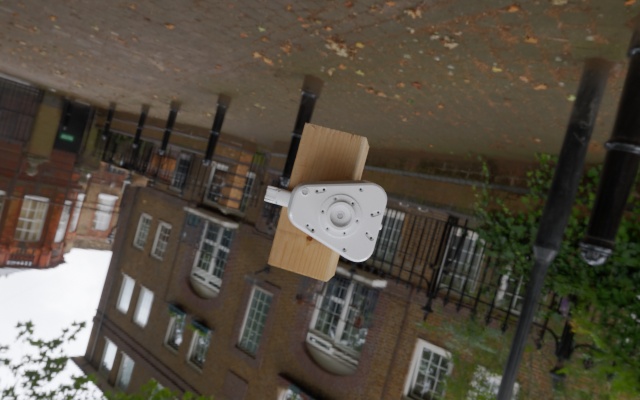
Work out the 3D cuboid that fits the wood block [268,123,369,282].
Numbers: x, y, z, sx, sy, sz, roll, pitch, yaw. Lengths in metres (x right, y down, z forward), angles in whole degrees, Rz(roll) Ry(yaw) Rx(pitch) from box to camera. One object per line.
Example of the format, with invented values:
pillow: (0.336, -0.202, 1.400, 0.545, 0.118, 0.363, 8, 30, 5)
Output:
wood block: (0.000, 0.002, 0.702, 0.091, 0.206, 0.090, 16, 0, 9)
